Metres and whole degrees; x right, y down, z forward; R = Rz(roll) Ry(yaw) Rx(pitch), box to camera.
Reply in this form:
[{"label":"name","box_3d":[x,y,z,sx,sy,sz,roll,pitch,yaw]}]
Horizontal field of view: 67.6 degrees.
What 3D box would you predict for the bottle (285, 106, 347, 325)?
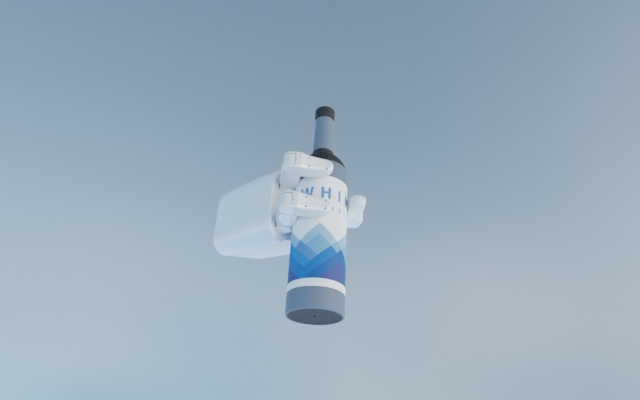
[{"label":"bottle","box_3d":[0.000,0.002,0.601,0.069,0.295,0.069,2,-30,1]}]
